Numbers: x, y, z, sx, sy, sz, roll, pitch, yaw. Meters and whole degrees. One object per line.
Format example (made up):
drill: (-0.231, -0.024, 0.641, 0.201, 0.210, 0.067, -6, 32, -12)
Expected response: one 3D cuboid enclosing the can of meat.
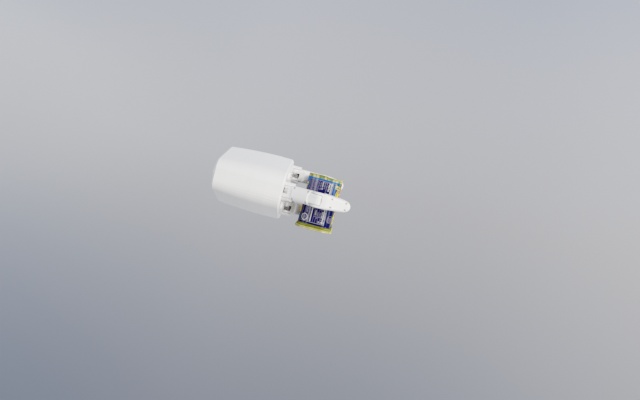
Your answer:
can of meat: (0.000, 0.002, 0.759, 0.057, 0.084, 0.102, 14, 2, 3)
